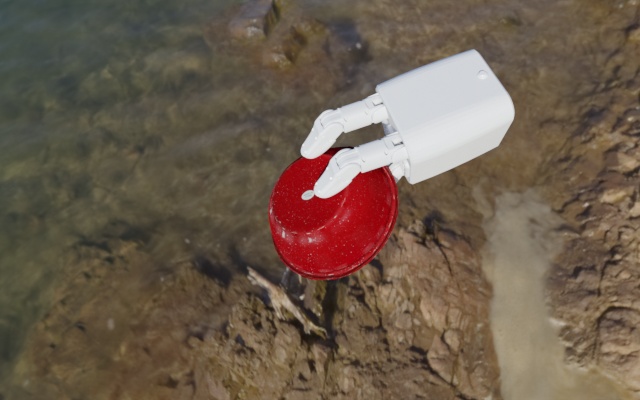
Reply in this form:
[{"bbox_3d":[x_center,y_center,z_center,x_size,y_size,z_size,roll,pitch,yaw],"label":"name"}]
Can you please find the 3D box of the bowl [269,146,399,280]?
[{"bbox_3d":[-0.001,0.002,0.521,0.162,0.162,0.055,0,-22,31],"label":"bowl"}]
